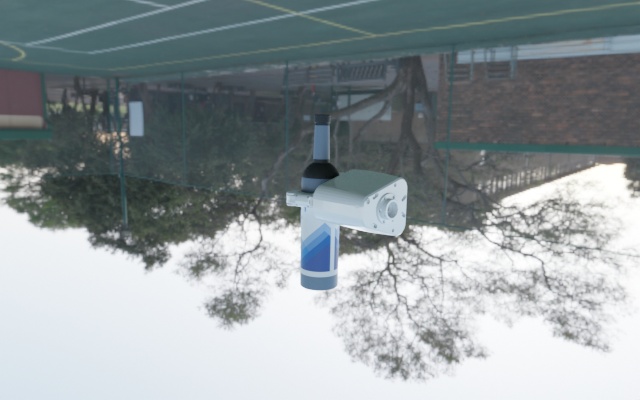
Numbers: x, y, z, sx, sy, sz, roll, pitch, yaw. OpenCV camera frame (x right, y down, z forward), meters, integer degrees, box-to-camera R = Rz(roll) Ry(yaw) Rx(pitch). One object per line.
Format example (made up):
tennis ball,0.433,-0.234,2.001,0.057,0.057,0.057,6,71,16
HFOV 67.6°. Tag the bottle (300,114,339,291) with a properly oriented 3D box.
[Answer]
bottle,0.000,0.003,0.817,0.069,0.296,0.069,1,9,0
